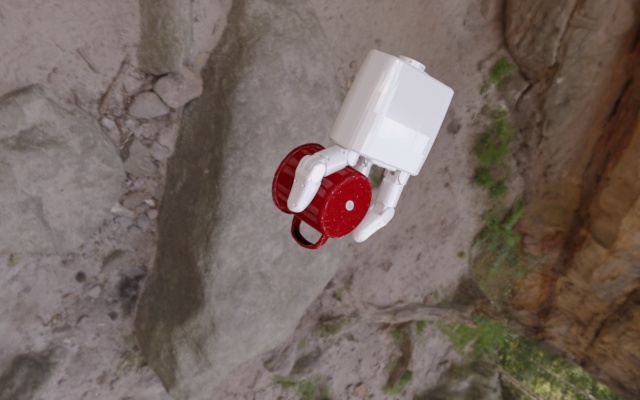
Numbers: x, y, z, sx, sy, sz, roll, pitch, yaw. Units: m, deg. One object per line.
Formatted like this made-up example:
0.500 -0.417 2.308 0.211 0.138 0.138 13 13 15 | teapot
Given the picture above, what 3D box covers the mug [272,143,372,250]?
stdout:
0.000 0.003 0.552 0.081 0.117 0.093 33 16 39 | mug
